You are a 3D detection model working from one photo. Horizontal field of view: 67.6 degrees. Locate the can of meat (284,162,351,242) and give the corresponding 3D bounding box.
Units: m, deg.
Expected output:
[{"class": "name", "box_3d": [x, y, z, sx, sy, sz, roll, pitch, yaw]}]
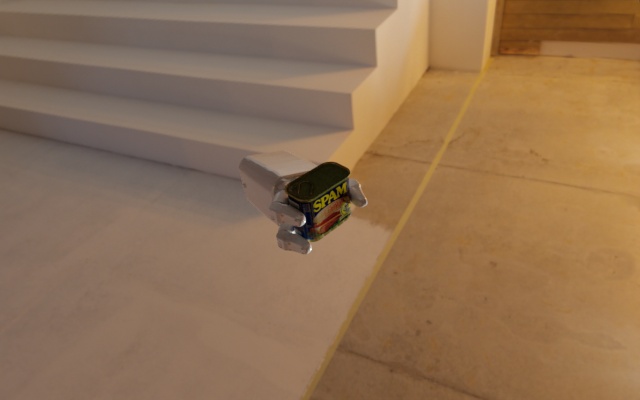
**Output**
[{"class": "can of meat", "box_3d": [0.000, 0.003, 0.728, 0.102, 0.084, 0.057, -33, 44, -30]}]
